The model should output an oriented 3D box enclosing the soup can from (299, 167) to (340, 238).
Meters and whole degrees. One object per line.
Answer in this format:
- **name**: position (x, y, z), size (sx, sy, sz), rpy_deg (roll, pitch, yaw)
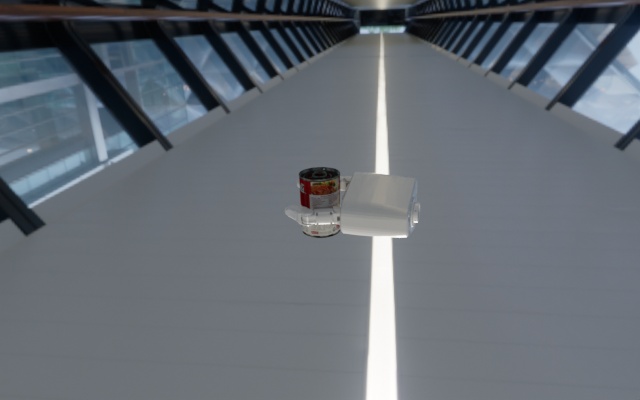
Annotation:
- **soup can**: position (0.000, 0.003, 0.793), size (0.068, 0.102, 0.068), rpy_deg (-2, 22, 1)
